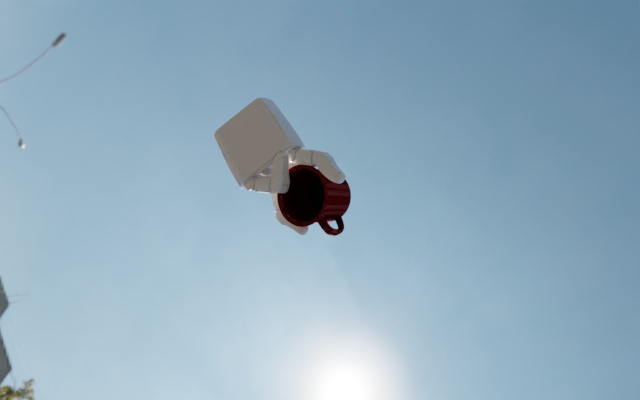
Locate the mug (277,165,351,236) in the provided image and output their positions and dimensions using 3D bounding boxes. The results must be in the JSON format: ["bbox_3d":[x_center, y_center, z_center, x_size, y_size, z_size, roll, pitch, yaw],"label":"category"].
[{"bbox_3d":[0.001,0.004,0.733,0.093,0.117,0.081,-43,-23,26],"label":"mug"}]
